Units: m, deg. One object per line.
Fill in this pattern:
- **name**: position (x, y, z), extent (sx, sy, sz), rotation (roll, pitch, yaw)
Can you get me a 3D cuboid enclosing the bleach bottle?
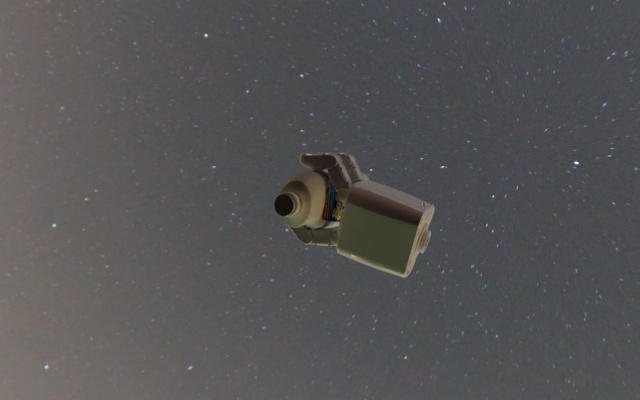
- **bleach bottle**: position (0.000, 0.002, 0.716), extent (0.068, 0.102, 0.251), rotation (21, 13, 20)
